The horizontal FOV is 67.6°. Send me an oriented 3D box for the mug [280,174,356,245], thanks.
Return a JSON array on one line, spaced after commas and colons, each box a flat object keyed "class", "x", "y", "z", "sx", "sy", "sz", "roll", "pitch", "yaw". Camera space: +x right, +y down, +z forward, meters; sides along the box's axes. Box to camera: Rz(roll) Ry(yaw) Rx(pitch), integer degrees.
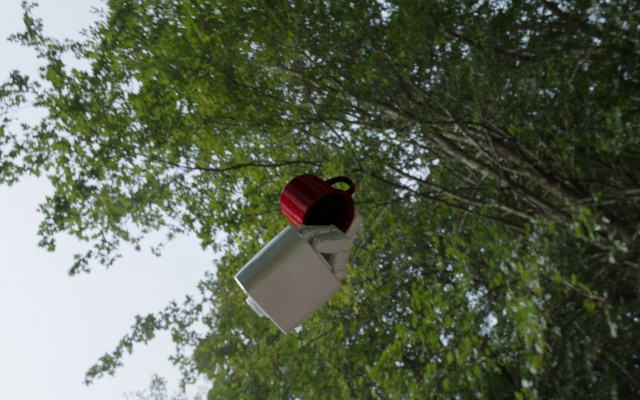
[{"class": "mug", "x": 0.001, "y": 0.001, "z": 0.727, "sx": 0.117, "sy": 0.093, "sz": 0.081, "roll": -41, "pitch": 41, "yaw": -11}]
